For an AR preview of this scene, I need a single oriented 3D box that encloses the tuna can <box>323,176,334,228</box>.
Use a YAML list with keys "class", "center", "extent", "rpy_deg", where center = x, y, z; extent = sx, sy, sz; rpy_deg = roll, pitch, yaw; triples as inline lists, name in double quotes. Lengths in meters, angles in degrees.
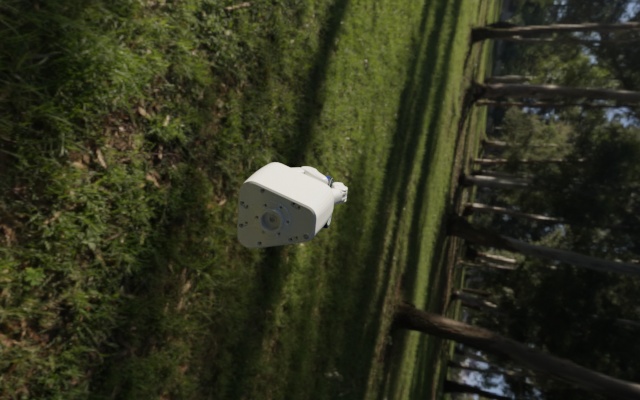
- class: "tuna can"
  center: [0.001, 0.003, 0.780]
  extent: [0.034, 0.086, 0.086]
  rpy_deg: [5, 1, 8]
